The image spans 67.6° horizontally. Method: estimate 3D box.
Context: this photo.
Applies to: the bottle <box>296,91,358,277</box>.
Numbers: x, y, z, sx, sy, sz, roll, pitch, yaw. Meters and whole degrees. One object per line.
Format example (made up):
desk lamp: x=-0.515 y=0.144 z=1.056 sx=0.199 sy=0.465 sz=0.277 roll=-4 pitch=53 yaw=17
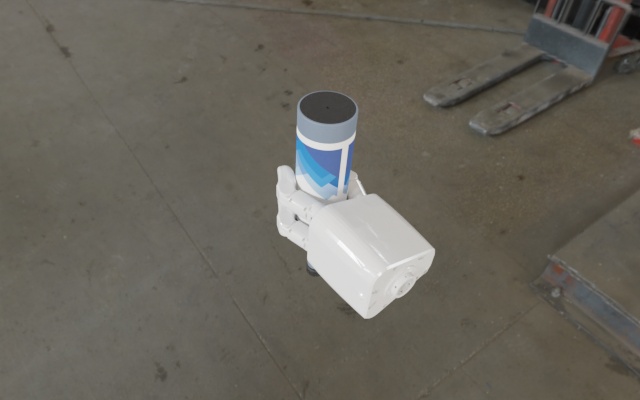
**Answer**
bottle: x=0.000 y=0.002 z=0.622 sx=0.069 sy=0.069 sz=0.296 roll=2 pitch=-45 yaw=-2
